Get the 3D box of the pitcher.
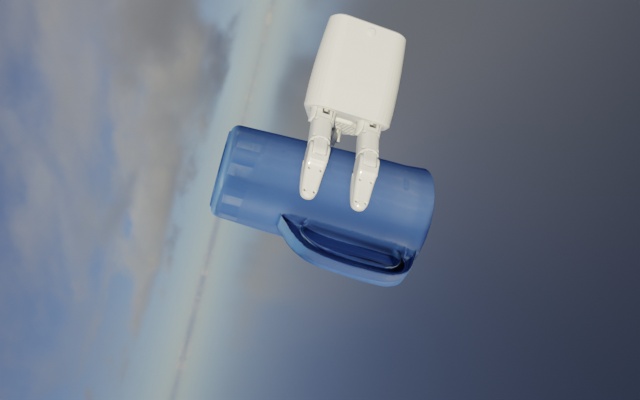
[{"bbox_3d":[0.000,0.002,0.557,0.243,0.145,0.149,15,-2,-11],"label":"pitcher"}]
